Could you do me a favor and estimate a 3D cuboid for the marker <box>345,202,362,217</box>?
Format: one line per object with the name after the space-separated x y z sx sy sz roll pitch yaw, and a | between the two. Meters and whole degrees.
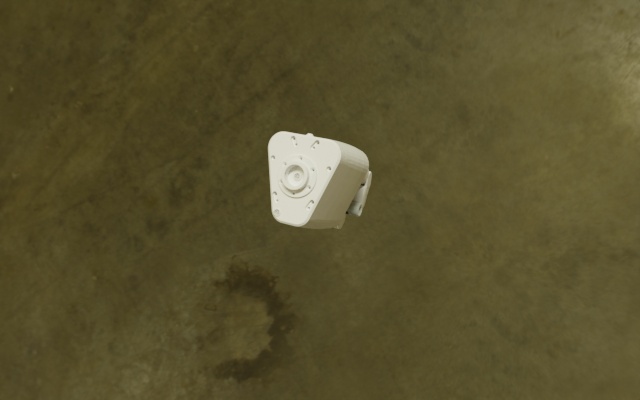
0.000 0.002 0.684 0.121 0.020 0.020 12 4 21 | marker
